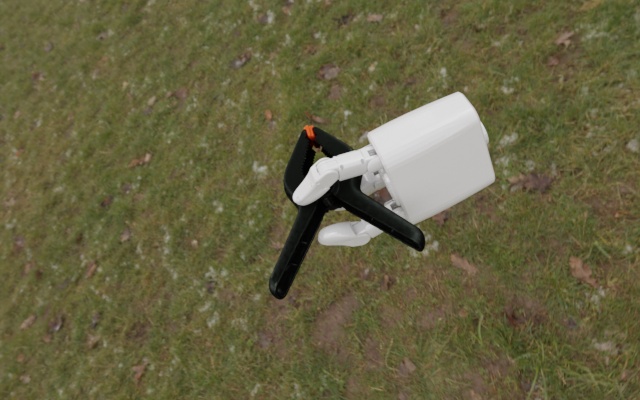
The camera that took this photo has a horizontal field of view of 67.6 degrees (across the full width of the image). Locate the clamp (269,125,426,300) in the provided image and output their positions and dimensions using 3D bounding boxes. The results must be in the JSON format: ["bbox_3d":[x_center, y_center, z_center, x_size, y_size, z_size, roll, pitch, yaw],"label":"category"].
[{"bbox_3d":[0.000,0.001,0.528,0.164,0.209,0.036,-25,-38,4],"label":"clamp"}]
